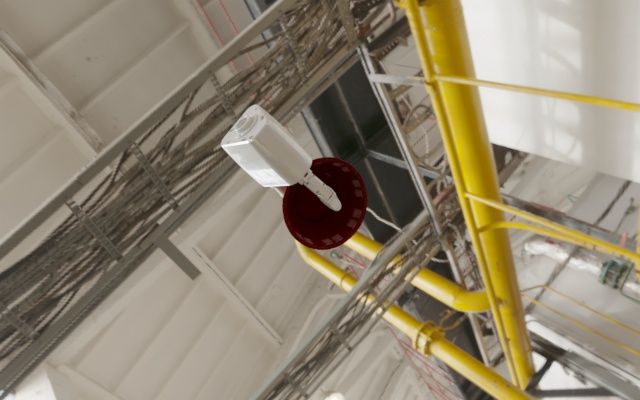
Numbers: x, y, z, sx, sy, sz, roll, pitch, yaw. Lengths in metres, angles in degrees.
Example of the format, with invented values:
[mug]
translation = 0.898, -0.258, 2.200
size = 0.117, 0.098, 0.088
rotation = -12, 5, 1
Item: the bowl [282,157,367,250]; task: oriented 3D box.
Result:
[bowl]
translation = 0.001, 0.004, 0.843
size = 0.162, 0.162, 0.055
rotation = 0, 8, -25
